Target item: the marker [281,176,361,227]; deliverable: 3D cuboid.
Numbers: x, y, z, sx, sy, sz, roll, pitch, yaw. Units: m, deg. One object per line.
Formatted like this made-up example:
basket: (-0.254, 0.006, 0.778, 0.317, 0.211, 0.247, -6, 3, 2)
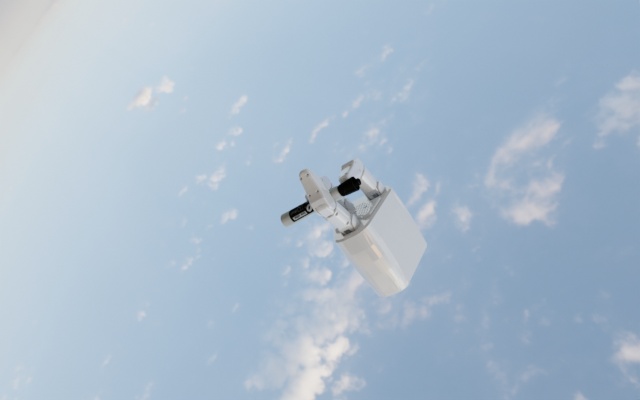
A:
marker: (0.000, 0.002, 0.600, 0.121, 0.020, 0.020, -28, -14, 28)
